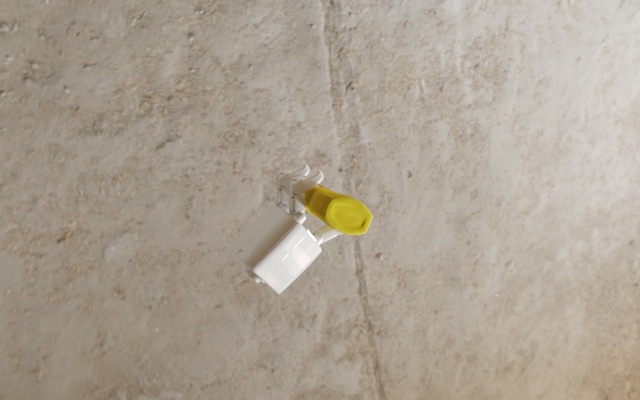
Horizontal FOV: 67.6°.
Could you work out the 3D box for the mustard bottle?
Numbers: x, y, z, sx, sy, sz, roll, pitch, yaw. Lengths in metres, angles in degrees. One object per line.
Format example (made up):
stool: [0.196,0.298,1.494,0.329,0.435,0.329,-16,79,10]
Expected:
mustard bottle: [0.000,0.002,0.814,0.096,0.058,0.191,22,2,-31]
